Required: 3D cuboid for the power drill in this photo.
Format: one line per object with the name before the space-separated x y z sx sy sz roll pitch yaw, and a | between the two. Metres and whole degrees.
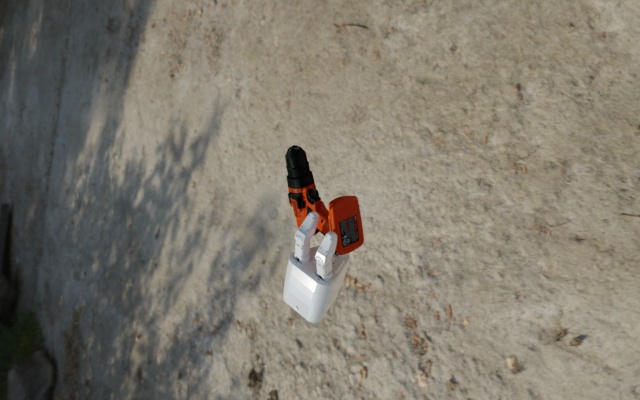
power drill | 0.000 0.003 0.855 0.057 0.184 0.187 -22 27 -21
